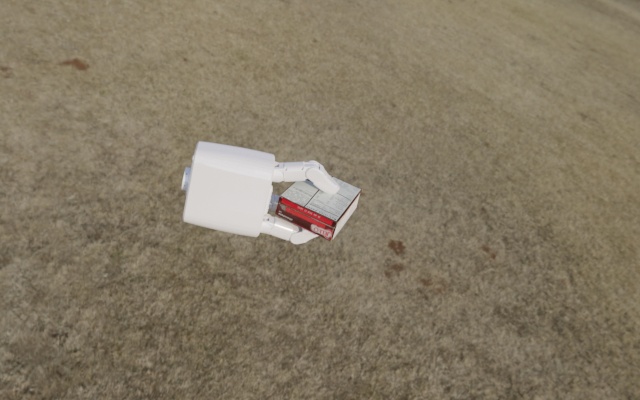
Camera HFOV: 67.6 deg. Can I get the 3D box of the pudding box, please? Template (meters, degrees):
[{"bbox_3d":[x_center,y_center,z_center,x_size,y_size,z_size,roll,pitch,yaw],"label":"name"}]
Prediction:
[{"bbox_3d":[0.000,0.002,0.686,0.090,0.039,0.113,26,35,12],"label":"pudding box"}]
